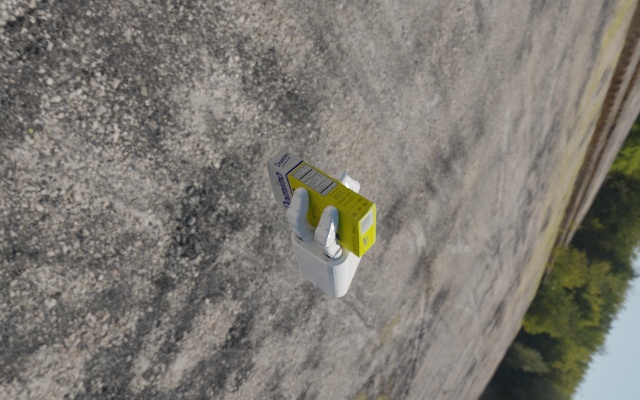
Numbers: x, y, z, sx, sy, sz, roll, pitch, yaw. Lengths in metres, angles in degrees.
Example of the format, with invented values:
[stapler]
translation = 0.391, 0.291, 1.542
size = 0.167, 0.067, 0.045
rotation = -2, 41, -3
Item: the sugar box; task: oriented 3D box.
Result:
[sugar box]
translation = 0.000, 0.003, 0.703
size = 0.176, 0.093, 0.048
rotation = 30, 59, 27
